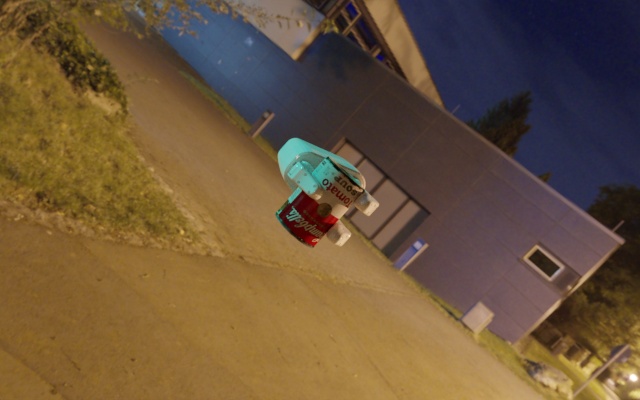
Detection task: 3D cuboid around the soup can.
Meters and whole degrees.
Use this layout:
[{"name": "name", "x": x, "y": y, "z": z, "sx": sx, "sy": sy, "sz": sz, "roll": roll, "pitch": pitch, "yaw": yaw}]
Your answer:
[{"name": "soup can", "x": 0.000, "y": 0.002, "z": 0.618, "sx": 0.068, "sy": 0.102, "sz": 0.068, "roll": 42, "pitch": 7, "yaw": -6}]
